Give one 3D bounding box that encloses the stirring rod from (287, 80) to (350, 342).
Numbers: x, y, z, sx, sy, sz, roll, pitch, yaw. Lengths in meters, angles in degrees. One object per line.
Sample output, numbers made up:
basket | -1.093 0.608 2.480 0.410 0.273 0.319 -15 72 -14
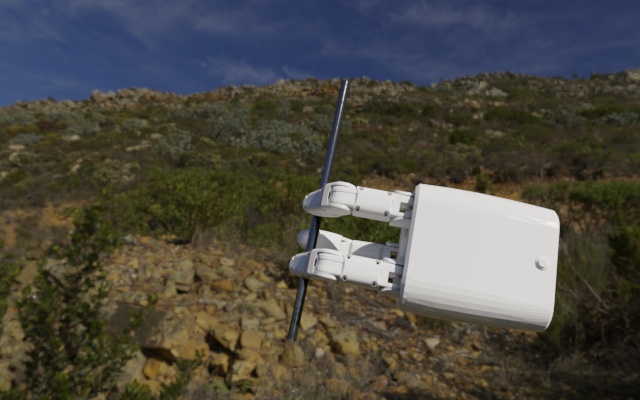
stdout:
stirring rod | 0.000 0.002 0.422 0.011 0.239 0.011 11 -15 3
